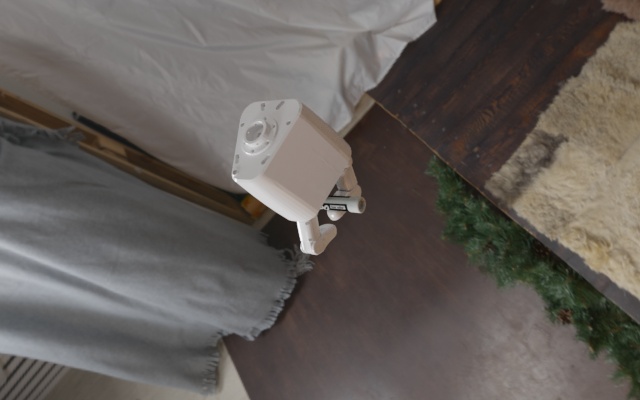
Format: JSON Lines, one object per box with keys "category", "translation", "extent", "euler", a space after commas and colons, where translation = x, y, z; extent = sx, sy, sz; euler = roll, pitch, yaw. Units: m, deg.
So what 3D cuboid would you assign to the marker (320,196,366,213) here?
{"category": "marker", "translation": [0.000, 0.002, 0.591], "extent": [0.121, 0.020, 0.020], "euler": [4, 2, 37]}
